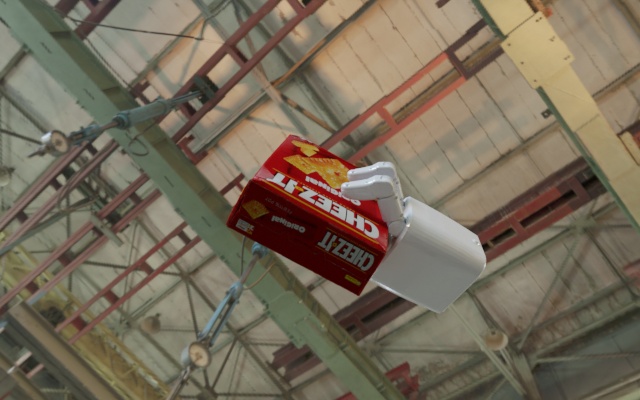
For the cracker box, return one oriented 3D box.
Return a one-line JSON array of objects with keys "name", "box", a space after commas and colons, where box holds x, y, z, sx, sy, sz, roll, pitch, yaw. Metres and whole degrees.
[{"name": "cracker box", "box": [0.000, 0.002, 0.593, 0.164, 0.072, 0.213, 28, 22, -3]}]
